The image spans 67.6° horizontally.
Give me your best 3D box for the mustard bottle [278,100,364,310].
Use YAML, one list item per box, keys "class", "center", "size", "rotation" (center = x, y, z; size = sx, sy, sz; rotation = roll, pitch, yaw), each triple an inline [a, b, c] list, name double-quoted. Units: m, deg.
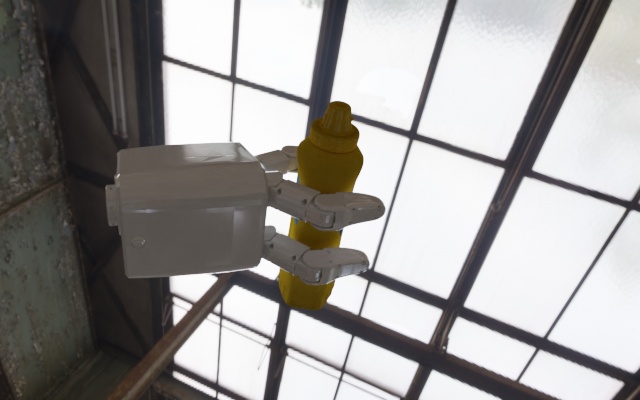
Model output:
- class: "mustard bottle"
  center: [0.000, 0.002, 0.432]
  size: [0.058, 0.192, 0.096]
  rotation: [10, 34, -1]
